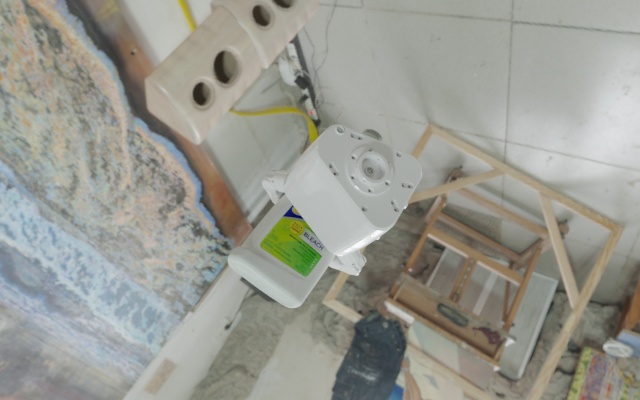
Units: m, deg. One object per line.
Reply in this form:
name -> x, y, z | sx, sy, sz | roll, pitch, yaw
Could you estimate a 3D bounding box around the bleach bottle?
bleach bottle -> 0.000, 0.002, 0.590 | 0.102, 0.250, 0.068 | 37, -25, -5
